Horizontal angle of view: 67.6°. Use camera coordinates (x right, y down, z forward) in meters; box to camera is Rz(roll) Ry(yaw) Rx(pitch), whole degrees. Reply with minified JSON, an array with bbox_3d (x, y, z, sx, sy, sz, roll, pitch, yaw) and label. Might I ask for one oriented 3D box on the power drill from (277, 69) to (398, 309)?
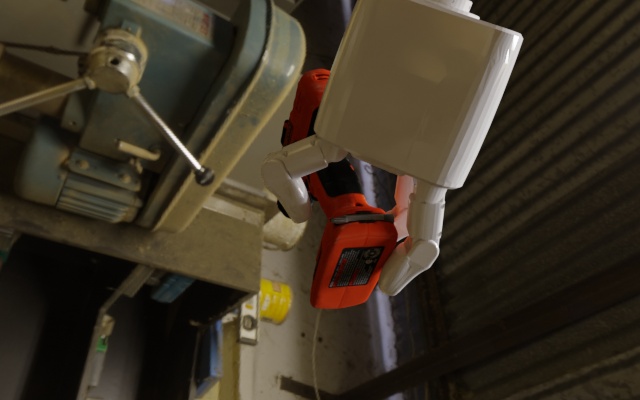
[{"bbox_3d":[0.000,0.002,0.444,0.057,0.187,0.185,-4,-42,-18],"label":"power drill"}]
